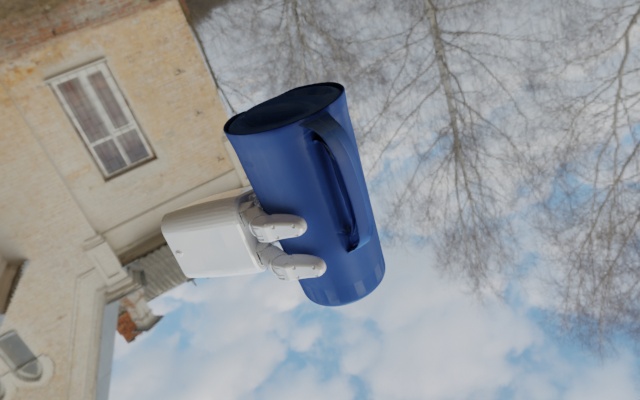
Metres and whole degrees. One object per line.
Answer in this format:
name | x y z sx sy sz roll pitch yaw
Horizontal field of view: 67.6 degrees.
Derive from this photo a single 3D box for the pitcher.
pitcher | 0.000 0.002 0.537 0.145 0.243 0.149 -10 28 19
